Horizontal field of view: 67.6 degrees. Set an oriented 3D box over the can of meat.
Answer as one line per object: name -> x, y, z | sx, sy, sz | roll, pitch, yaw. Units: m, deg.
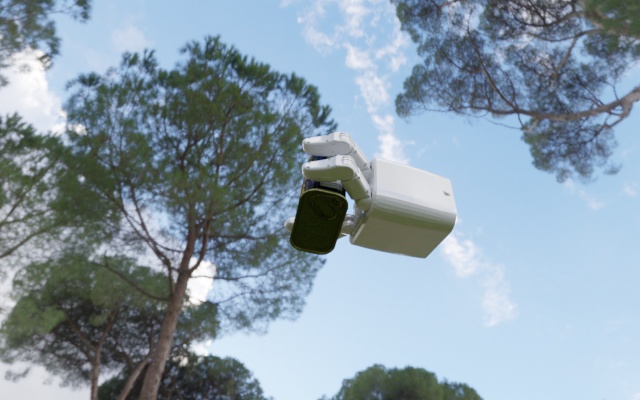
can of meat -> 0.000, 0.002, 0.597 | 0.057, 0.102, 0.084 | 12, 40, -4
